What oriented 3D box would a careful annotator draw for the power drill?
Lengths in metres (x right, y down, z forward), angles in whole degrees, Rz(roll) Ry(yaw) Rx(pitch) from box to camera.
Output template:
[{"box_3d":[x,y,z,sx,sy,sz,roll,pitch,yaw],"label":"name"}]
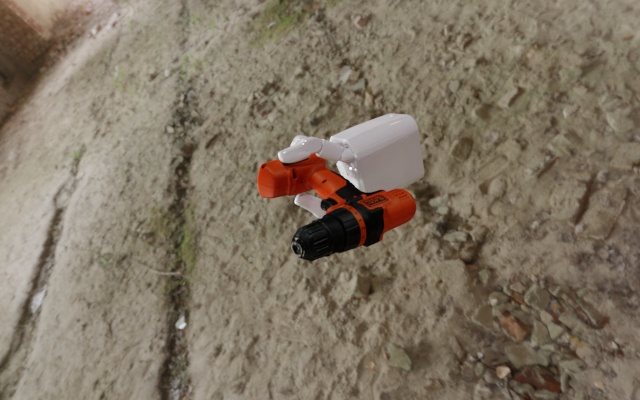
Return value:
[{"box_3d":[0.000,0.002,0.613,0.184,0.057,0.187,-17,36,-37],"label":"power drill"}]
